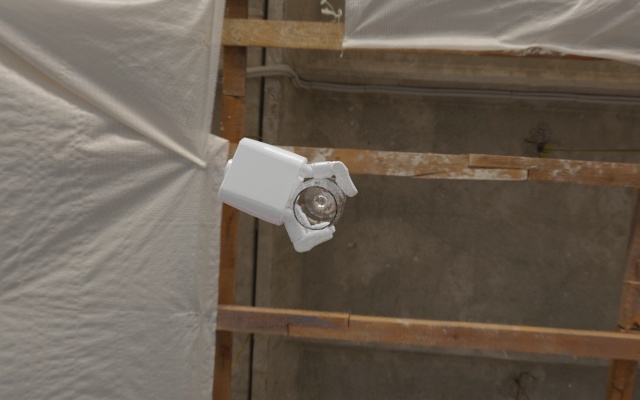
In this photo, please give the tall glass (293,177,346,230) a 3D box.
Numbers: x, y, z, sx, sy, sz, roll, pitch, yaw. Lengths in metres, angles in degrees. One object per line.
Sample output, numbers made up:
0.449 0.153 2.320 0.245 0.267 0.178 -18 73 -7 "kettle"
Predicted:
0.000 0.002 0.755 0.079 0.079 0.201 0 5 4 "tall glass"
